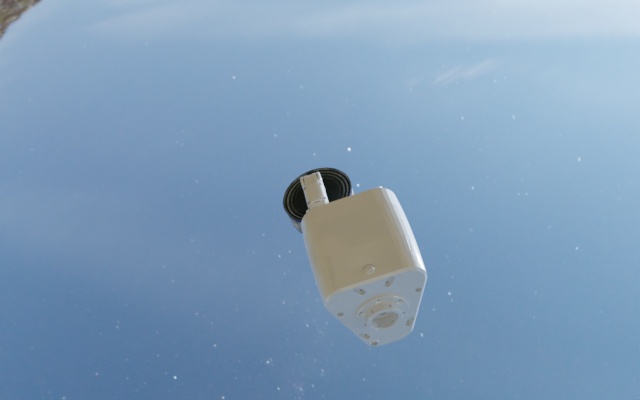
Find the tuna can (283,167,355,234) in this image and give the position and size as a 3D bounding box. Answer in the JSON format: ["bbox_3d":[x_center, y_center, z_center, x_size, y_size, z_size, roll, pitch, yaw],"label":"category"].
[{"bbox_3d":[0.000,0.002,0.579,0.086,0.086,0.034,0,-41,22],"label":"tuna can"}]
